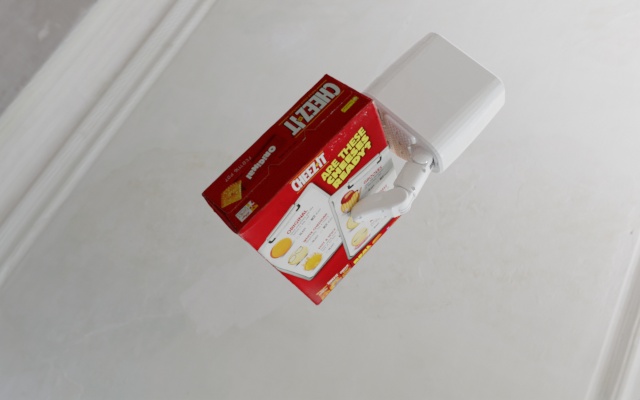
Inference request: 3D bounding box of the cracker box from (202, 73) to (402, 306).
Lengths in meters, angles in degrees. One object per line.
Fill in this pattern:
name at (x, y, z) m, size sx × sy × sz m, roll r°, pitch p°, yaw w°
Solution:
cracker box at (0.000, 0.002, 0.500) m, size 0.072 × 0.164 × 0.214 m, roll 39°, pitch -9°, yaw 32°
